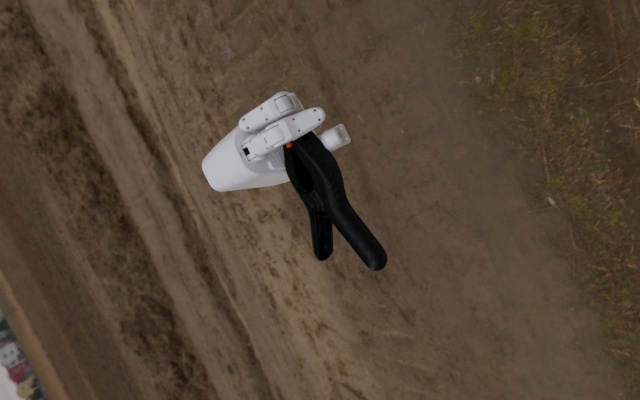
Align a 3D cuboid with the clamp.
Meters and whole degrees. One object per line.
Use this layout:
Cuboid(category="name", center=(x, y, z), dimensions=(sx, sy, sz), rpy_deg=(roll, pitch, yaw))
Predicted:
Cuboid(category="clamp", center=(0.000, 0.002, 0.522), dimensions=(0.039, 0.171, 0.120), rpy_deg=(-29, 5, -35))
